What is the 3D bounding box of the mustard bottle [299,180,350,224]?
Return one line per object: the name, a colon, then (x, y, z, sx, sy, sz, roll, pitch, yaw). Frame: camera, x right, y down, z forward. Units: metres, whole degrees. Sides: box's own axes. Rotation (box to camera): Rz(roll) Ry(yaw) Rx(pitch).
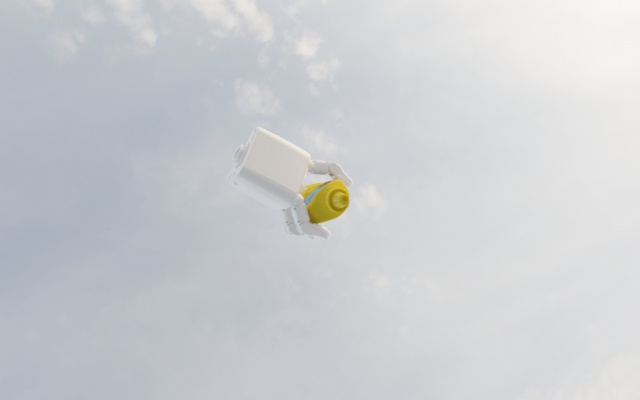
mustard bottle: (0.000, 0.003, 0.863, 0.096, 0.058, 0.191, -42, 13, -20)
